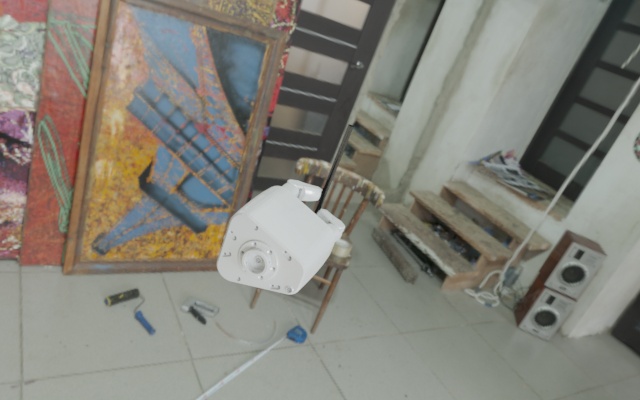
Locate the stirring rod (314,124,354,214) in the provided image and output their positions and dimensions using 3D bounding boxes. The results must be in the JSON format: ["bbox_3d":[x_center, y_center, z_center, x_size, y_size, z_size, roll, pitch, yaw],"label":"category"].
[{"bbox_3d":[0.000,0.002,0.690,0.011,0.240,0.011,18,23,-8],"label":"stirring rod"}]
